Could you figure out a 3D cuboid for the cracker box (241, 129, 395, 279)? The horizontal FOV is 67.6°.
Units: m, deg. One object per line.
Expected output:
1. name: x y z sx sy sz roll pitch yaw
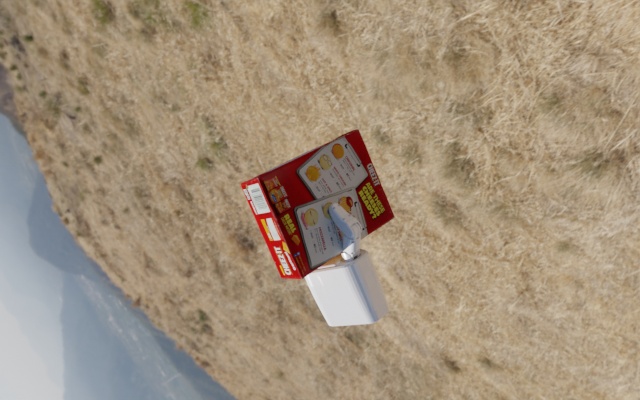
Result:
1. cracker box: 0.000 0.003 0.761 0.213 0.164 0.072 -30 11 -35
